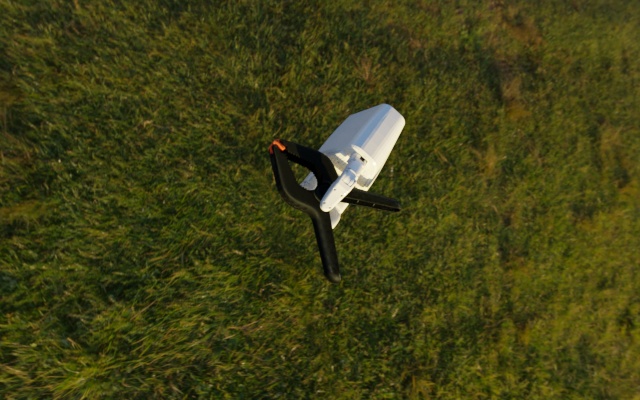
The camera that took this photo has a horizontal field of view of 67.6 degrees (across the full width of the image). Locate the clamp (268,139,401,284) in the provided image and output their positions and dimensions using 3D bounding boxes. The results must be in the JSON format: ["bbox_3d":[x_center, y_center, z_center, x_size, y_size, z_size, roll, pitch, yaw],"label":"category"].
[{"bbox_3d":[0.000,0.001,0.671,0.210,0.164,0.036,40,-27,-7],"label":"clamp"}]
